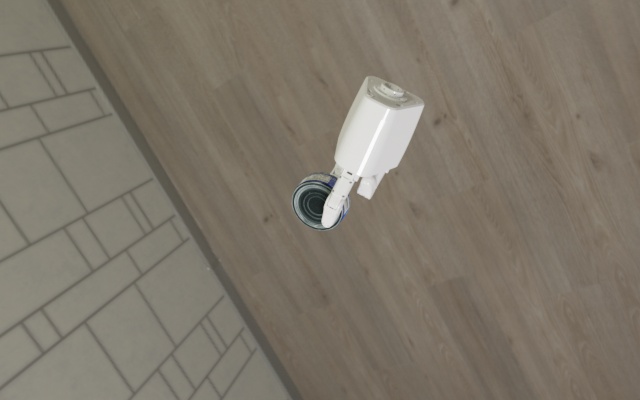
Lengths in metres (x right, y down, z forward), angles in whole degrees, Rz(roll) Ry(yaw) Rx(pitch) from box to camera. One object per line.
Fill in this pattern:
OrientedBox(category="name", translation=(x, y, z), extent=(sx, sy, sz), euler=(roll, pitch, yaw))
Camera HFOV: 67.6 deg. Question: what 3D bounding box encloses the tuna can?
OrientedBox(category="tuna can", translation=(0.000, 0.003, 0.726), extent=(0.086, 0.086, 0.033), euler=(0, 27, 23))
